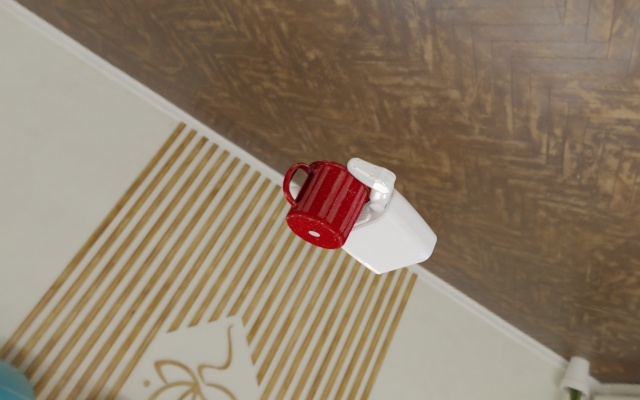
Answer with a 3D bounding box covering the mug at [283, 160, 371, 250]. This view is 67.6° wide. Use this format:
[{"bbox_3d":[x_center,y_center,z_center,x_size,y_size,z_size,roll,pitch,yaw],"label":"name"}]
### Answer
[{"bbox_3d":[-0.001,0.001,0.604,0.117,0.081,0.093,41,-29,-26],"label":"mug"}]
